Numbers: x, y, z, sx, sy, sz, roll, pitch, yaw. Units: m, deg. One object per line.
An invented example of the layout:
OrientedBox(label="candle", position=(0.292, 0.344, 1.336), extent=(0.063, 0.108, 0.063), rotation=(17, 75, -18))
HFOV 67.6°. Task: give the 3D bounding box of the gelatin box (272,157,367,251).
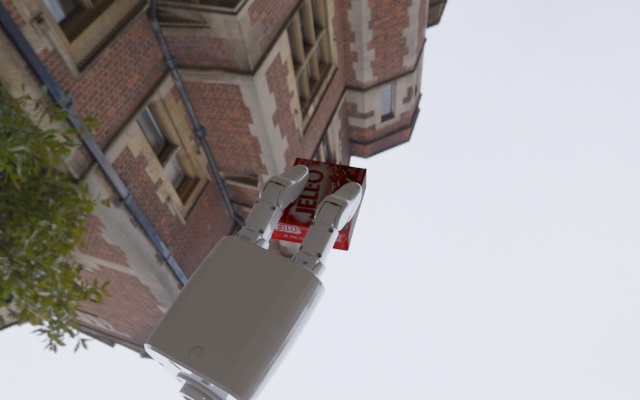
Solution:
OrientedBox(label="gelatin box", position=(0.000, 0.002, 0.452), extent=(0.073, 0.089, 0.030), rotation=(10, -43, 12))
